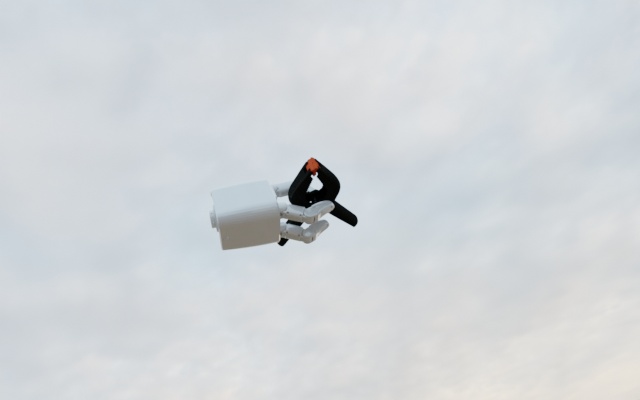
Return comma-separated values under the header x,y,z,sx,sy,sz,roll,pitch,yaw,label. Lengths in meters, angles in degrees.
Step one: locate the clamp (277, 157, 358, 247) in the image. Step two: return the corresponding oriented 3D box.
x,y,z,sx,sy,sz,roll,pitch,yaw,label
0.000,0.002,0.866,0.164,0.036,0.210,-11,-39,-15,clamp
